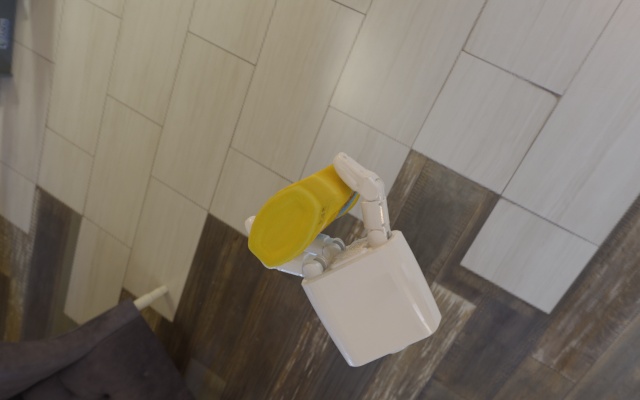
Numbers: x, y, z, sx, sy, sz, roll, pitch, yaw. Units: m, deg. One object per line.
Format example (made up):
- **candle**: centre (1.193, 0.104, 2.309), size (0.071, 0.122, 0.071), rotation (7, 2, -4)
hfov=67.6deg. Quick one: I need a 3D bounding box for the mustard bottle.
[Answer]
- **mustard bottle**: centre (0.000, 0.002, 0.530), size (0.058, 0.096, 0.191), rotation (42, 27, 7)
